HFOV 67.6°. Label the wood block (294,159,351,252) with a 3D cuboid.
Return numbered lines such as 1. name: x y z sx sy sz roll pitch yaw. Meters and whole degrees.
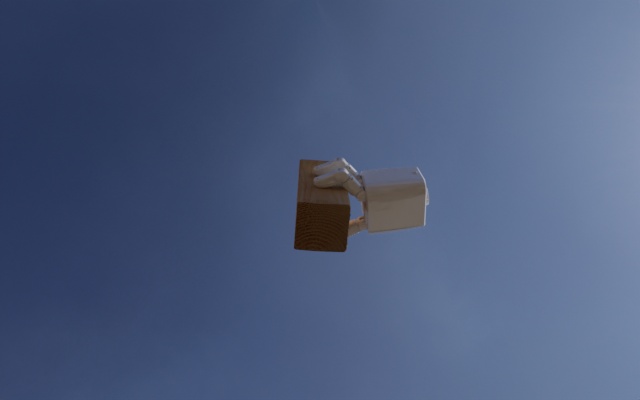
1. wood block: 0.001 0.003 0.874 0.090 0.091 0.206 3 24 -2
